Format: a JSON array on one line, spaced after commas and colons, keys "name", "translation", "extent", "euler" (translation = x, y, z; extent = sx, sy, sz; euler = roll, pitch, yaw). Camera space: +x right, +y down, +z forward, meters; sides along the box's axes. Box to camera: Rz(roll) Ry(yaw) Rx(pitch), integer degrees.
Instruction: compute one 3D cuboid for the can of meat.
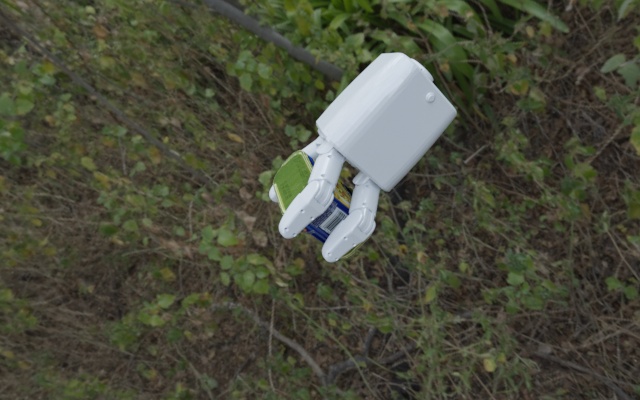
[{"name": "can of meat", "translation": [0.000, 0.002, 0.513], "extent": [0.084, 0.057, 0.102], "euler": [38, 14, -31]}]
